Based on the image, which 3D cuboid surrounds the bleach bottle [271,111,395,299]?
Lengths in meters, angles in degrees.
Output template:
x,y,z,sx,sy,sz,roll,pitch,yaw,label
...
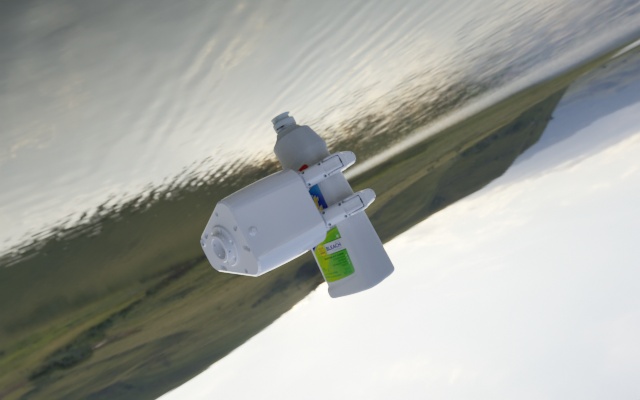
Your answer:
x,y,z,sx,sy,sz,roll,pitch,yaw,label
0.000,0.002,0.639,0.068,0.251,0.102,-27,-1,-40,bleach bottle
